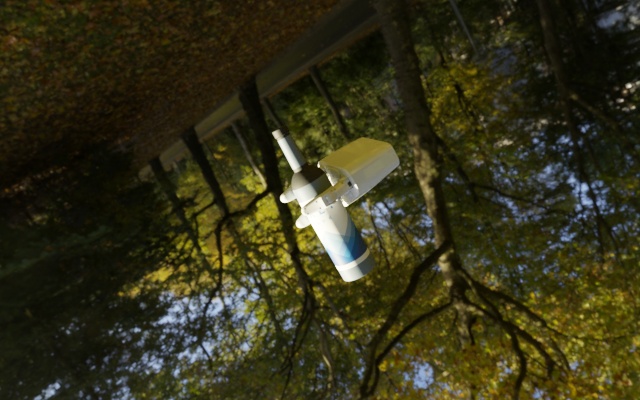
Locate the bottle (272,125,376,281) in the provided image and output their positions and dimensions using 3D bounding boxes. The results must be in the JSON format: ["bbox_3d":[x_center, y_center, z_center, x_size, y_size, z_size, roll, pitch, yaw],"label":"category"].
[{"bbox_3d":[0.000,0.003,0.843,0.069,0.296,0.069,-28,11,6],"label":"bottle"}]
